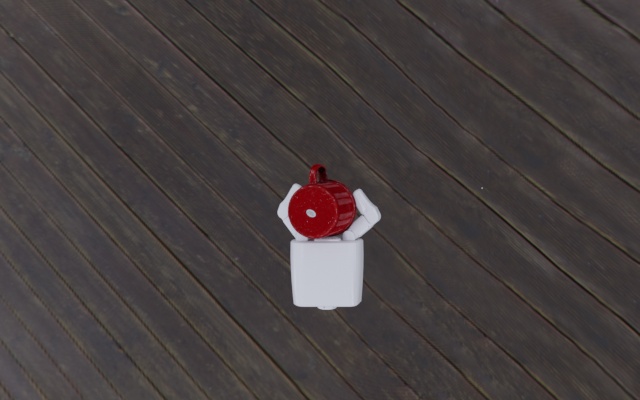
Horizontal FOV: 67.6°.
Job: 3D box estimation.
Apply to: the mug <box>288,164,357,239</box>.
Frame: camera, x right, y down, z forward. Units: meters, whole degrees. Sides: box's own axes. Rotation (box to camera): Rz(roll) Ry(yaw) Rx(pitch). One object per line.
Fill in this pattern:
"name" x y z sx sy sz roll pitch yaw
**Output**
"mug" 0.000 0.001 0.733 0.093 0.117 0.081 -1 3 19
